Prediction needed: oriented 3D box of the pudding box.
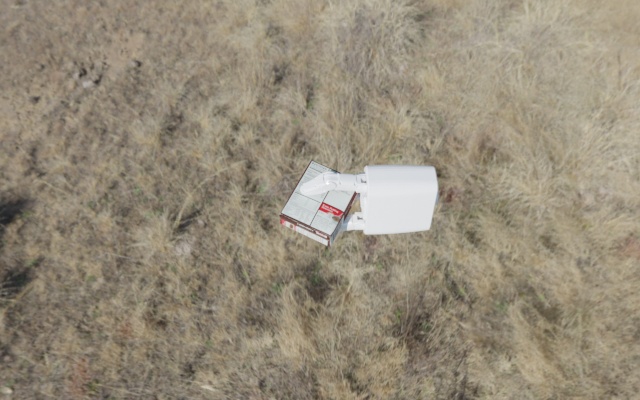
[{"bbox_3d":[0.000,0.002,0.744,0.090,0.113,0.039,24,-28,11],"label":"pudding box"}]
